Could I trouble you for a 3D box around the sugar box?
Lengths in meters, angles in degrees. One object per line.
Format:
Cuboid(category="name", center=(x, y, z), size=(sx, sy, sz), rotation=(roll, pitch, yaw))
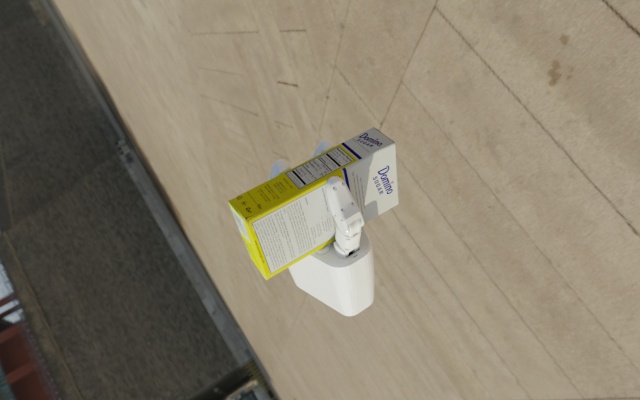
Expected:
Cuboid(category="sugar box", center=(0.000, 0.002, 0.507), size=(0.176, 0.093, 0.048), rotation=(-30, 46, -18))
